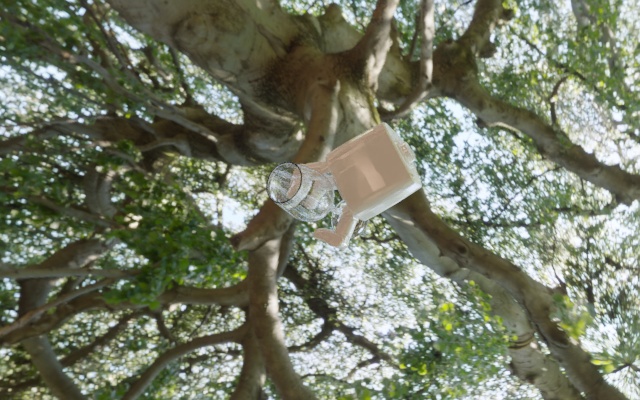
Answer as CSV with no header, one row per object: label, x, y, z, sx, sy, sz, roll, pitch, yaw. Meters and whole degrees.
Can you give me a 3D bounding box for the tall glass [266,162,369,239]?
tall glass,0.000,0.003,0.745,0.079,0.079,0.201,0,-16,33
